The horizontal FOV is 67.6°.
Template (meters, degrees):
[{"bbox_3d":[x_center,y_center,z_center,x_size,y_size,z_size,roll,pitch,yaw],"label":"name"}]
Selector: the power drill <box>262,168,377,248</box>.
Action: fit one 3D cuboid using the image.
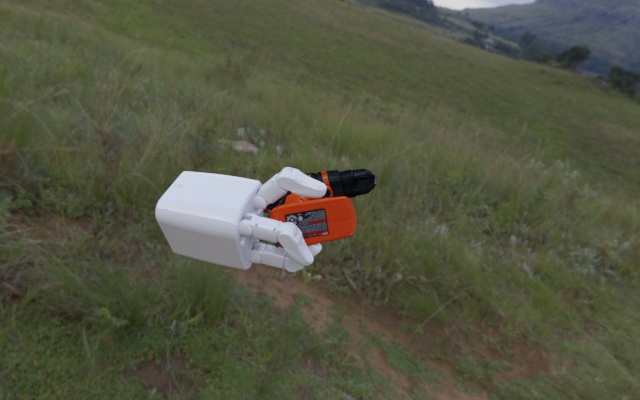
[{"bbox_3d":[0.000,0.002,0.667,0.184,0.057,0.187,-12,15,-1],"label":"power drill"}]
